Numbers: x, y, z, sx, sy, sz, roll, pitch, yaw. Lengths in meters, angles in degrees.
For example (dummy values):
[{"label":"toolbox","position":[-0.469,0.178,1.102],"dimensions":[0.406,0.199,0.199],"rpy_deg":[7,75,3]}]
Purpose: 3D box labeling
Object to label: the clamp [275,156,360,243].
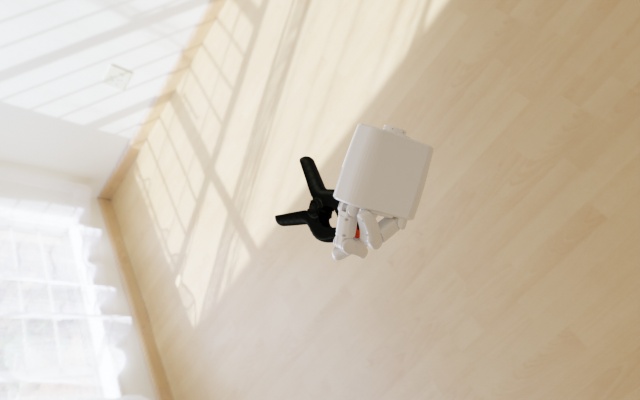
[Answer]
[{"label":"clamp","position":[0.000,0.002,0.722],"dimensions":[0.039,0.120,0.171],"rpy_deg":[6,12,-45]}]
